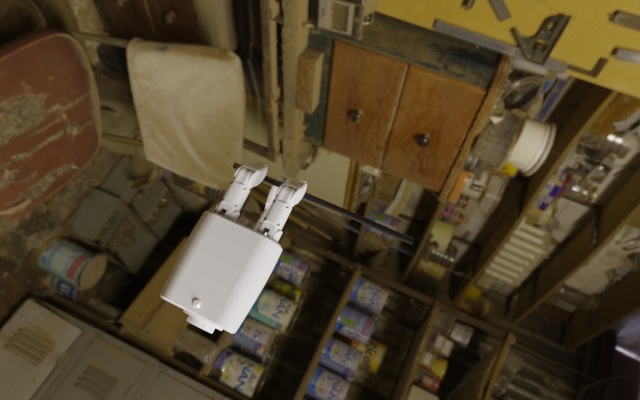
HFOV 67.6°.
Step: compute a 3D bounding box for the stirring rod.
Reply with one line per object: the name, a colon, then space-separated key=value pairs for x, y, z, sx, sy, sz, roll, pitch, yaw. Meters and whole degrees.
stirring rod: x=0.000 y=0.002 z=0.582 sx=0.239 sy=0.011 sz=0.011 roll=23 pitch=4 yaw=10
